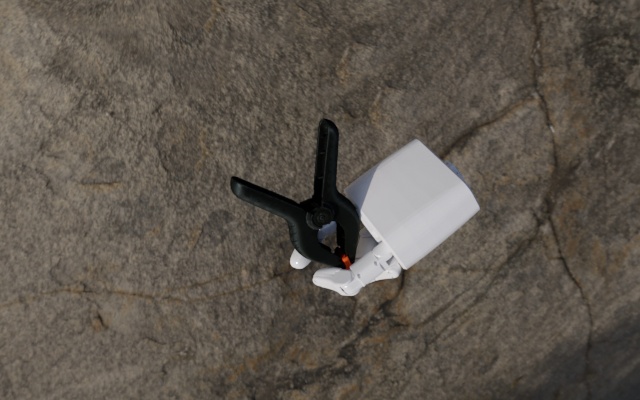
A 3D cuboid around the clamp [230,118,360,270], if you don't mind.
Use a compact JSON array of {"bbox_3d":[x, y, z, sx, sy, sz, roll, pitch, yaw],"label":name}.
[{"bbox_3d":[0.000,0.002,0.503,0.120,0.171,0.039,-38,34,2],"label":"clamp"}]
